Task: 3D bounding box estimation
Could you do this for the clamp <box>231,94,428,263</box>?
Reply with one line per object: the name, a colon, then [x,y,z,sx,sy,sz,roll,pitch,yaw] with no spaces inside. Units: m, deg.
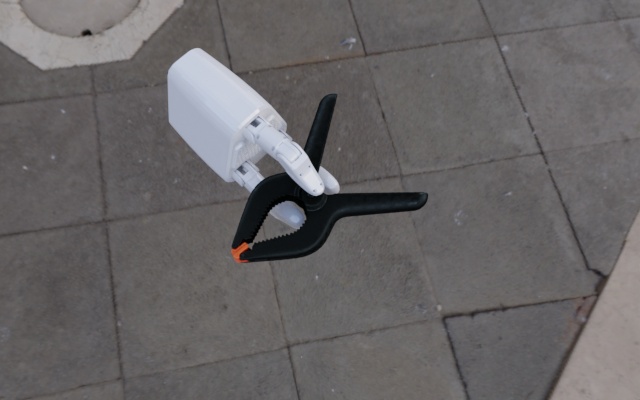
clamp: [0.000,0.002,0.506,0.164,0.210,0.036,42,-15,10]
